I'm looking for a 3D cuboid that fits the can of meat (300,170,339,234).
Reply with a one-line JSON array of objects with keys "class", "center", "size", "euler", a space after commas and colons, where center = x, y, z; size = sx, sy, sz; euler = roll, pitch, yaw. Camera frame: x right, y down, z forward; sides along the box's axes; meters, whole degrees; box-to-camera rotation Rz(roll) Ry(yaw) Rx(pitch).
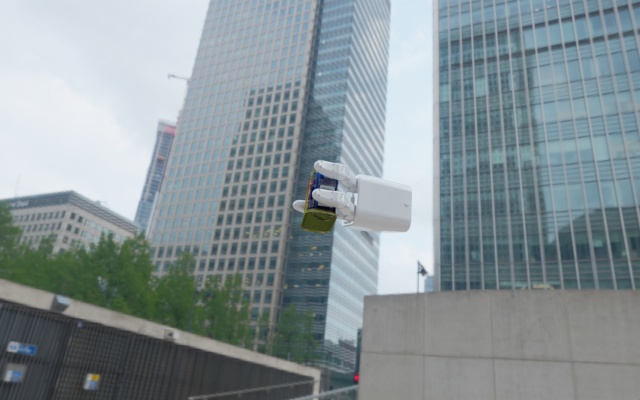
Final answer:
[{"class": "can of meat", "center": [0.000, 0.003, 0.870], "size": [0.057, 0.084, 0.102], "euler": [9, -24, -5]}]
